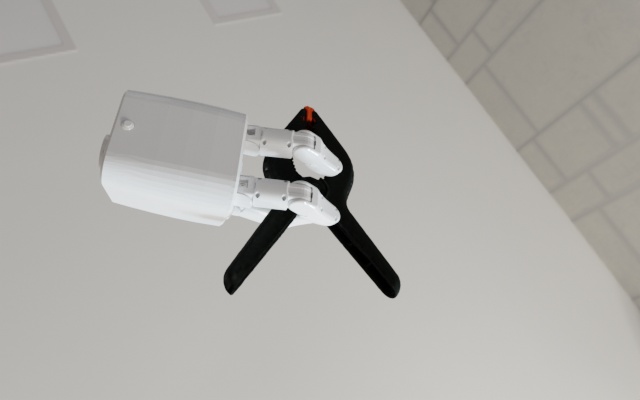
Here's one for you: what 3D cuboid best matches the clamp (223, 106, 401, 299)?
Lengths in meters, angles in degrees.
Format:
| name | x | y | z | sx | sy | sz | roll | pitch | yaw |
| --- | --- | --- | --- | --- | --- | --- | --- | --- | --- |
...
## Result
| name | x | y | z | sx | sy | sz | roll | pitch | yaw |
| --- | --- | --- | --- | --- | --- | --- | --- | --- | --- |
| clamp | 0.000 | 0.001 | 0.473 | 0.164 | 0.209 | 0.036 | 11 | -30 | -14 |
